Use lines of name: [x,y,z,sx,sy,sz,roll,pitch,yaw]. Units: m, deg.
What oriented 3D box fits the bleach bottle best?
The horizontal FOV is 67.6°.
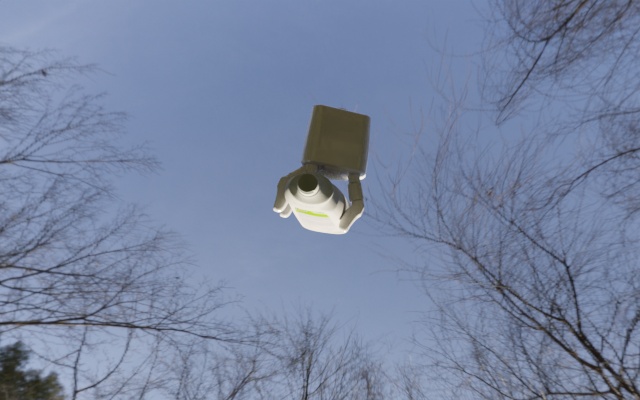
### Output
bleach bottle: [0.000,0.003,0.794,0.102,0.068,0.251,6,-12,6]
